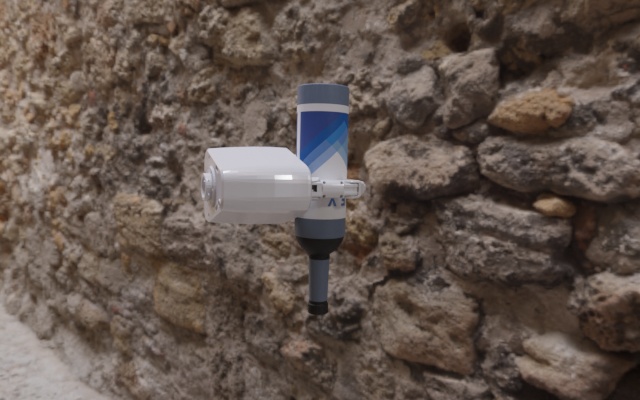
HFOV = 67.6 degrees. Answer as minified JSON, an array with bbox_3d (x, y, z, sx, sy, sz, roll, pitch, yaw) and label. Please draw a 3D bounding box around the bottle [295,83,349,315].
[{"bbox_3d":[0.000,0.002,0.623,0.069,0.296,0.069,1,5,0],"label":"bottle"}]
